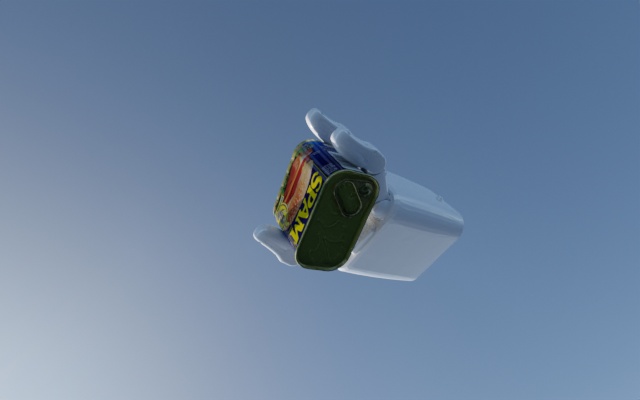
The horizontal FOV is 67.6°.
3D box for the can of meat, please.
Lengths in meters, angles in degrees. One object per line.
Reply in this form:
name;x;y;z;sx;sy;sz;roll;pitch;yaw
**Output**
can of meat;0.000;0.001;0.458;0.057;0.102;0.084;11;23;-30
